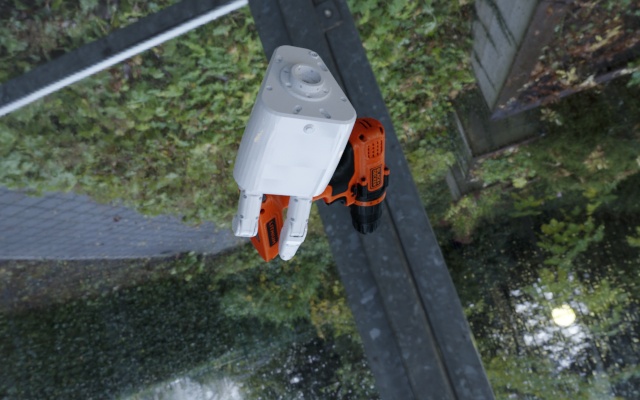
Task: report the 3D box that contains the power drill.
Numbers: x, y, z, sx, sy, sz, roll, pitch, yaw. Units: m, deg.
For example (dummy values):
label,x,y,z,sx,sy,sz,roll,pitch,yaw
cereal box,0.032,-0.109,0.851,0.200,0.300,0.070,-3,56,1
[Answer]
label,x,y,z,sx,sy,sz,roll,pitch,yaw
power drill,0.000,0.002,0.595,0.187,0.185,0.057,-25,46,-20
